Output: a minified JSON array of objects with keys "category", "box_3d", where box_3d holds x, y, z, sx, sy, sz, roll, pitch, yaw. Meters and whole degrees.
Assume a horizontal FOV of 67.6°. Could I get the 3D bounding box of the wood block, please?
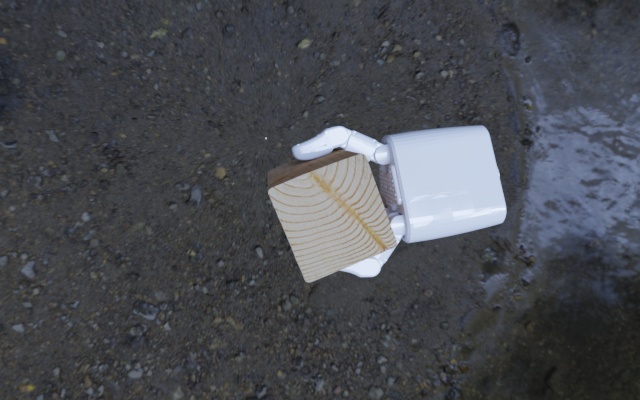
[{"category":"wood block","box_3d":[0.000,0.001,0.507,0.090,0.091,0.206,-22,9,-3]}]
